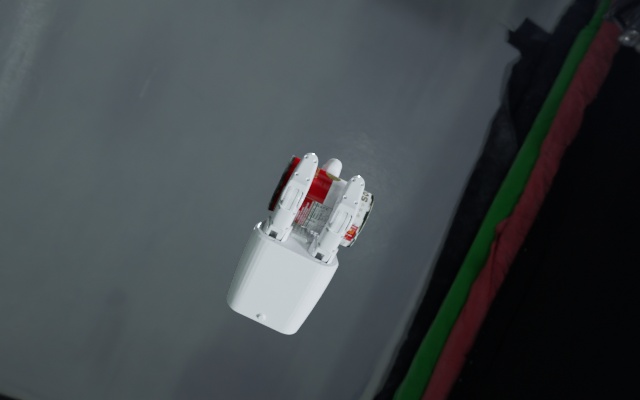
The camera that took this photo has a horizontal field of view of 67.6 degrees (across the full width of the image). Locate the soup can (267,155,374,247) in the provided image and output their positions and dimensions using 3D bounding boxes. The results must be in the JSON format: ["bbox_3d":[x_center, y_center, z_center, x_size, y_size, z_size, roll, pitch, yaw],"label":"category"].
[{"bbox_3d":[0.001,0.001,0.535,0.102,0.068,0.068,26,-2,-3],"label":"soup can"}]
